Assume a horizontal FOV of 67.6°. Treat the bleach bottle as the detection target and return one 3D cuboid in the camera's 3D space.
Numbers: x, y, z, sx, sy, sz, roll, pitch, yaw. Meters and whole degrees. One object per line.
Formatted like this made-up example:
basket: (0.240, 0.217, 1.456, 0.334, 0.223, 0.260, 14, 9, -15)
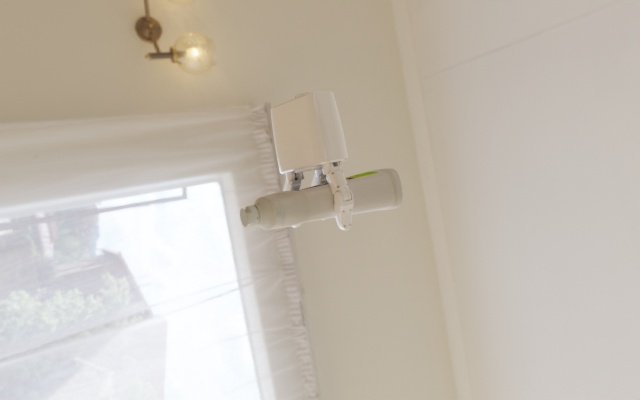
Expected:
bleach bottle: (0.000, 0.002, 0.740, 0.251, 0.068, 0.102, -12, 3, -30)
